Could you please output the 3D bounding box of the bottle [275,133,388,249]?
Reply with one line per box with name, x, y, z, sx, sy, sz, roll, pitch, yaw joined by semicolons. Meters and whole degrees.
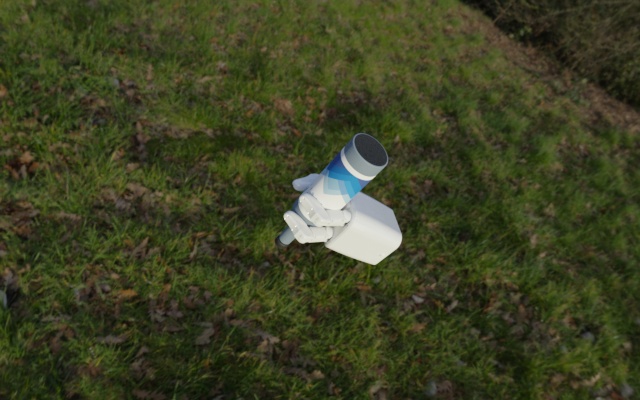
bottle;0.000;0.003;0.823;0.069;0.069;0.296;0;-33;-38
